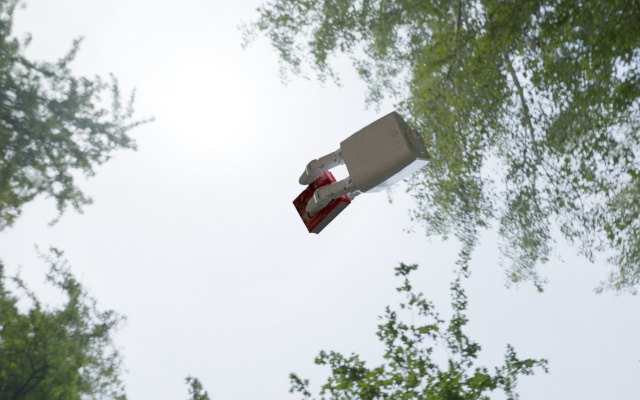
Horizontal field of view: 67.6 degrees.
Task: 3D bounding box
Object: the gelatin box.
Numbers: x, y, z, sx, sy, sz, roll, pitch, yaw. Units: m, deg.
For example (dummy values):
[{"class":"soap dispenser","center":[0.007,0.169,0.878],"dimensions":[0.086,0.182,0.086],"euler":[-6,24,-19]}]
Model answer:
[{"class":"gelatin box","center":[0.000,0.003,0.820],"dimensions":[0.089,0.073,0.030],"euler":[-45,-34,22]}]
